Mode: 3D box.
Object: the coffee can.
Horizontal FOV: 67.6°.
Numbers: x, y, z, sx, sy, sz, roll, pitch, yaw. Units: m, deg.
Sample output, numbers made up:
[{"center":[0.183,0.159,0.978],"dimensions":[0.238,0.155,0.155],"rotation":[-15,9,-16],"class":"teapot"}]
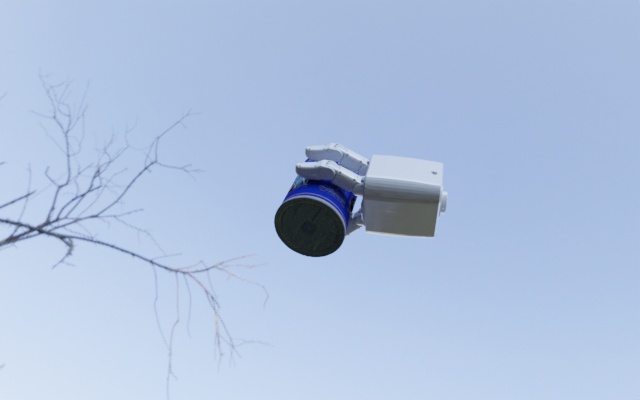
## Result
[{"center":[0.000,0.002,0.720],"dimensions":[0.103,0.103,0.140],"rotation":[0,32,16],"class":"coffee can"}]
